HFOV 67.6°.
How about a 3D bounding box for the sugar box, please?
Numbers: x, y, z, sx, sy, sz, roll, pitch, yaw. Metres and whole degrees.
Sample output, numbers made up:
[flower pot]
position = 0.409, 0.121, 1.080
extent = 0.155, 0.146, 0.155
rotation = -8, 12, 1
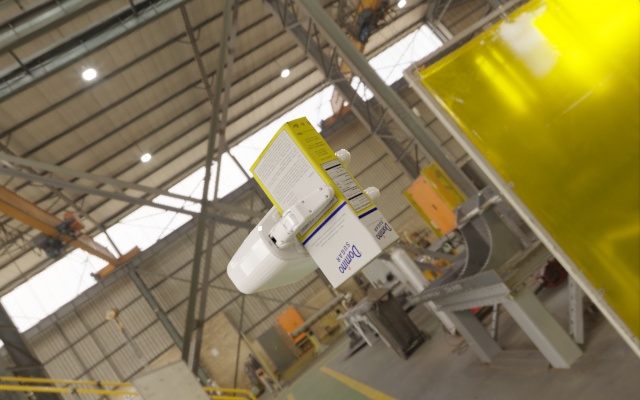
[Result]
[sugar box]
position = 0.000, 0.002, 0.540
extent = 0.048, 0.176, 0.093
rotation = -28, -13, -47
